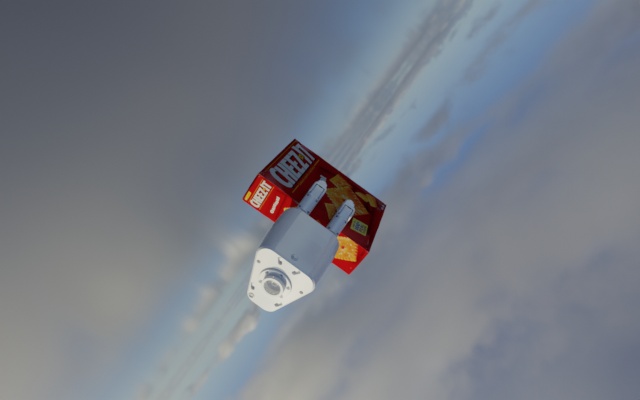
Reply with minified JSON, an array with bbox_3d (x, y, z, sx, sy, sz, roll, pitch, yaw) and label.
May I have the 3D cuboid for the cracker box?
[{"bbox_3d":[0.000,0.003,0.817,0.214,0.072,0.164,36,32,-1],"label":"cracker box"}]
